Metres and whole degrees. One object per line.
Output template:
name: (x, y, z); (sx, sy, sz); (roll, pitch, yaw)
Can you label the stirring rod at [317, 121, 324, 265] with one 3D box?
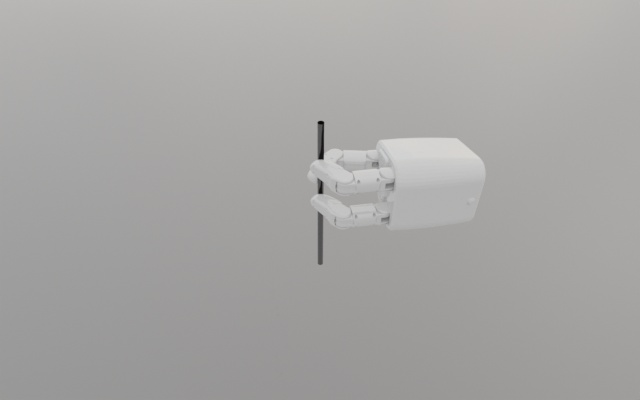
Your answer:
stirring rod: (0.000, 0.002, 0.613); (0.011, 0.240, 0.011); (0, 43, 0)
